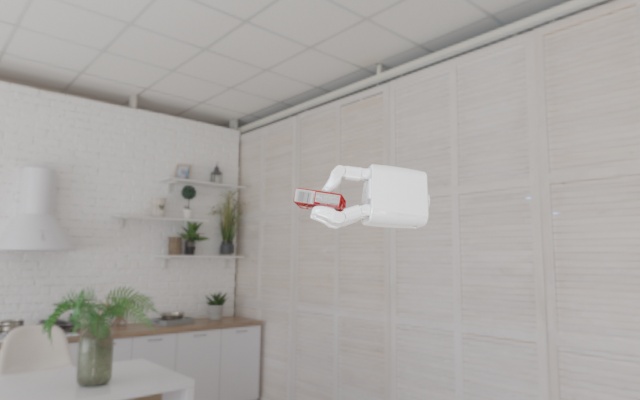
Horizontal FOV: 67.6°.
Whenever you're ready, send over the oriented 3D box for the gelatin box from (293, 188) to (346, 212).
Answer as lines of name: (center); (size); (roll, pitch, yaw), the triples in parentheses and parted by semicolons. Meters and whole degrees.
gelatin box: (0.000, 0.002, 0.887); (0.089, 0.030, 0.073); (9, -8, 9)
